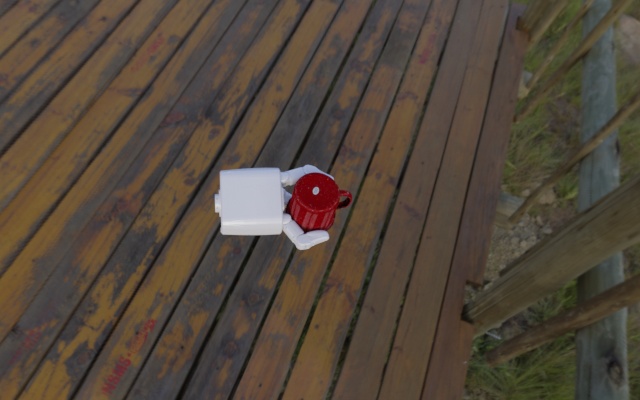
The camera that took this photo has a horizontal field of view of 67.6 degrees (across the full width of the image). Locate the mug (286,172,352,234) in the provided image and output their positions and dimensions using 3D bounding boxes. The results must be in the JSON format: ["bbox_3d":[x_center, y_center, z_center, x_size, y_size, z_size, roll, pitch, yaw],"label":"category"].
[{"bbox_3d":[0.002,0.003,0.846,0.117,0.093,0.081,-4,-27,-13],"label":"mug"}]
